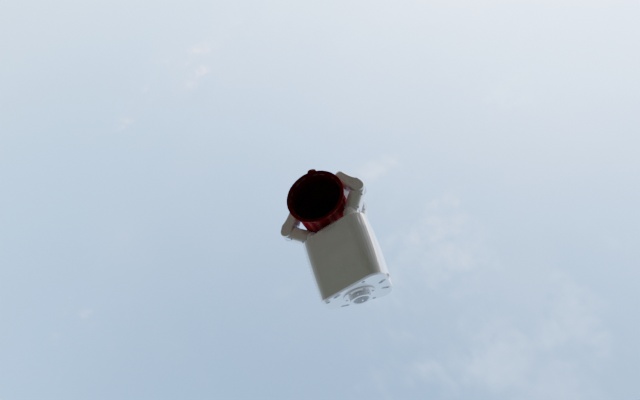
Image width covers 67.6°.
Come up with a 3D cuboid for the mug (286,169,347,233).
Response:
[{"bbox_3d":[0.000,0.002,0.773,0.093,0.117,0.081,-22,-35,7],"label":"mug"}]
